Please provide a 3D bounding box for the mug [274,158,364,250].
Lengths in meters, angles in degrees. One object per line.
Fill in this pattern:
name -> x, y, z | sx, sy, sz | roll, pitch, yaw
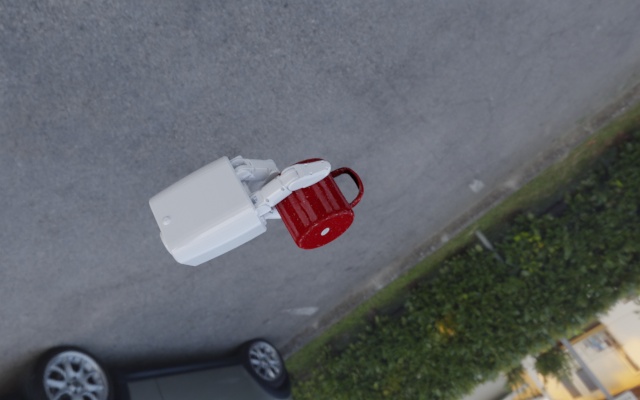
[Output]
mug -> 0.001, 0.001, 0.600 | 0.117, 0.081, 0.093 | -28, -25, -7
